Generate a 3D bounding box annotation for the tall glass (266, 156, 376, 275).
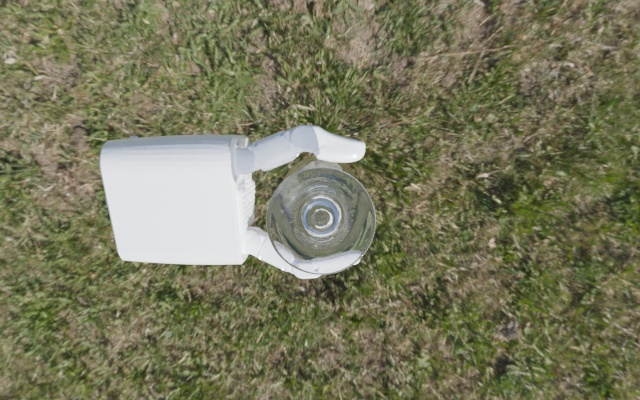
[{"bbox_3d":[0.000,0.002,0.419,0.079,0.079,0.201,0,7,0],"label":"tall glass"}]
